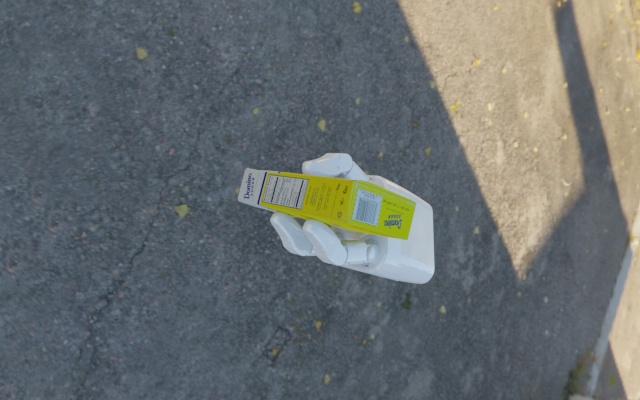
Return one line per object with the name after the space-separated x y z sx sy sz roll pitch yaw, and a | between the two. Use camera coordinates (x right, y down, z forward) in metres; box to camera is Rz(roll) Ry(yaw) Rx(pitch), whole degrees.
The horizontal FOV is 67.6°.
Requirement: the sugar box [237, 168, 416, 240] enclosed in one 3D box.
0.000 0.002 0.503 0.093 0.048 0.176 19 -9 -42 | sugar box
